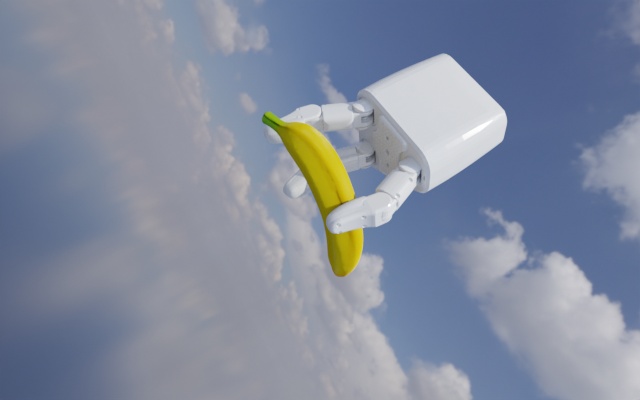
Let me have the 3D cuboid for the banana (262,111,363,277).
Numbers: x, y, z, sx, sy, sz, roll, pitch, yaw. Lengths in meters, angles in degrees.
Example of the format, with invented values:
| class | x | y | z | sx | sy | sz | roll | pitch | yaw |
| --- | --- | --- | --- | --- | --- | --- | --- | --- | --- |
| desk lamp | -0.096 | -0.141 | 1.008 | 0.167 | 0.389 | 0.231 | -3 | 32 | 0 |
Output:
| class | x | y | z | sx | sy | sz | roll | pitch | yaw |
| --- | --- | --- | --- | --- | --- | --- | --- | --- | --- |
| banana | 0.008 | 0.003 | 0.459 | 0.037 | 0.198 | 0.069 | -33 | 28 | -20 |
